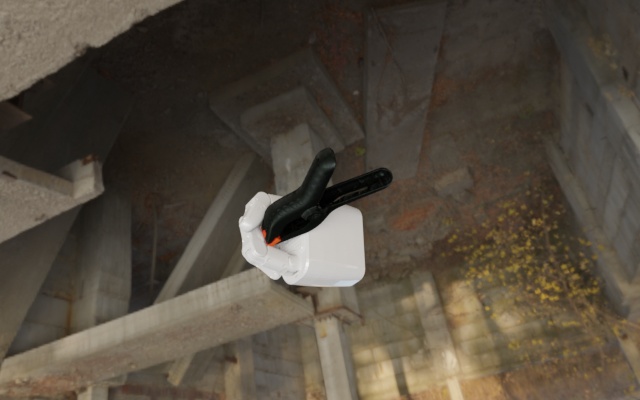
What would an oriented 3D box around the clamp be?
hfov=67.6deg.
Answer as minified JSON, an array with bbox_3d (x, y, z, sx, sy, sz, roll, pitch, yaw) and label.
[{"bbox_3d":[0.000,0.002,0.555,0.120,0.039,0.171,11,-37,-38],"label":"clamp"}]
